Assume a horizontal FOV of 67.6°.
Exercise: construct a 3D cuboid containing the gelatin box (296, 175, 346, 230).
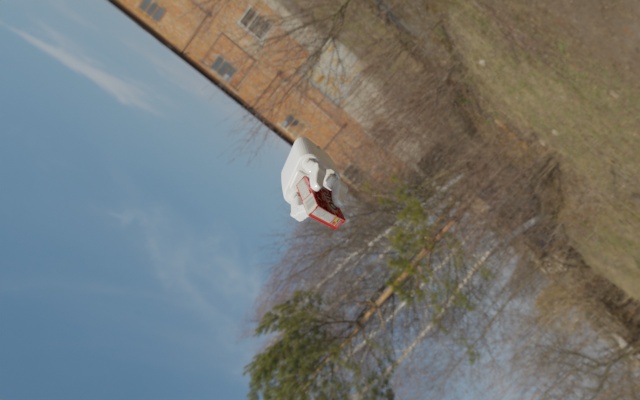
[{"bbox_3d":[0.000,0.003,0.863,0.073,0.030,0.089,30,25,-37],"label":"gelatin box"}]
